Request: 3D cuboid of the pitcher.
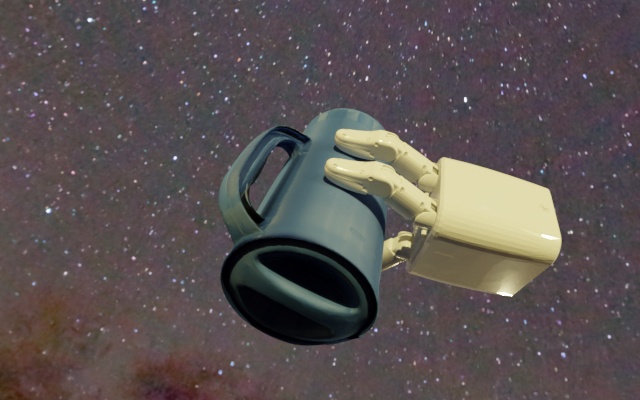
[{"bbox_3d":[0.000,0.002,0.469,0.145,0.149,0.242,14,40,5],"label":"pitcher"}]
